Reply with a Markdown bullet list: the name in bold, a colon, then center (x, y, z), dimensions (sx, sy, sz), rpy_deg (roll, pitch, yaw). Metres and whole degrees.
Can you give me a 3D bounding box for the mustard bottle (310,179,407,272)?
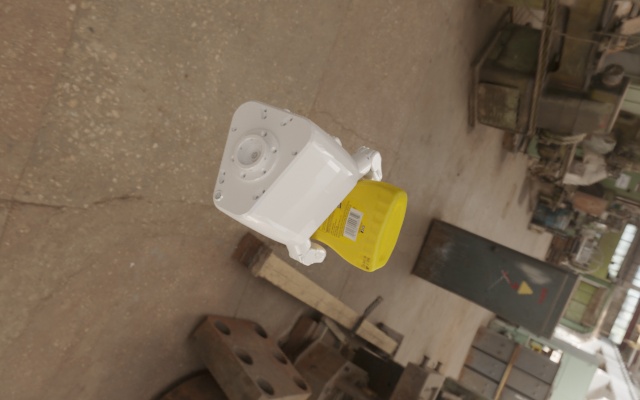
- **mustard bottle**: center (0.000, 0.002, 0.560), dimensions (0.191, 0.096, 0.058), rpy_deg (24, 19, 29)
